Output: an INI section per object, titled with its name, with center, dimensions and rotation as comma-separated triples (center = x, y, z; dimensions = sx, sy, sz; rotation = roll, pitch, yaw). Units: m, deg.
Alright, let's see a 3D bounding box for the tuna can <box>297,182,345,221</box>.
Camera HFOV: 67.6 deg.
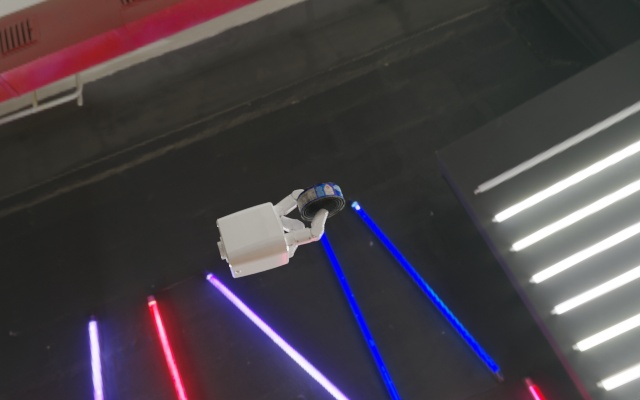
[tuna can]
center = 0.000, 0.002, 0.882
dimensions = 0.086, 0.033, 0.086
rotation = -15, -27, -8
